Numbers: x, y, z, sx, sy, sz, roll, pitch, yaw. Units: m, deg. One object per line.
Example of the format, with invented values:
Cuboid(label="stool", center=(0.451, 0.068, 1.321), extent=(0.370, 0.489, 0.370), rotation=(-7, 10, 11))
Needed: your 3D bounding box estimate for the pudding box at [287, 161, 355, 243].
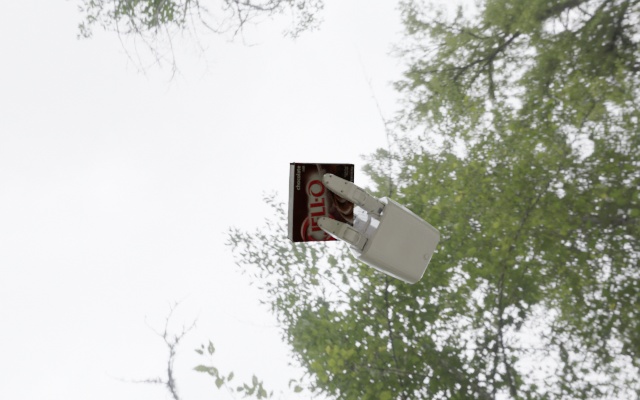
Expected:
Cuboid(label="pudding box", center=(0.000, 0.002, 0.676), extent=(0.090, 0.113, 0.039), rotation=(-1, 4, -19))
